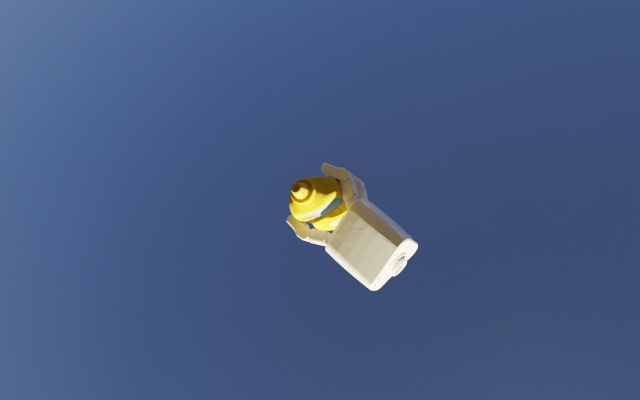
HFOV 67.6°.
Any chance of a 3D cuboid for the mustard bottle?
[{"bbox_3d":[0.000,0.002,0.823,0.096,0.058,0.192,-28,-22,16],"label":"mustard bottle"}]
